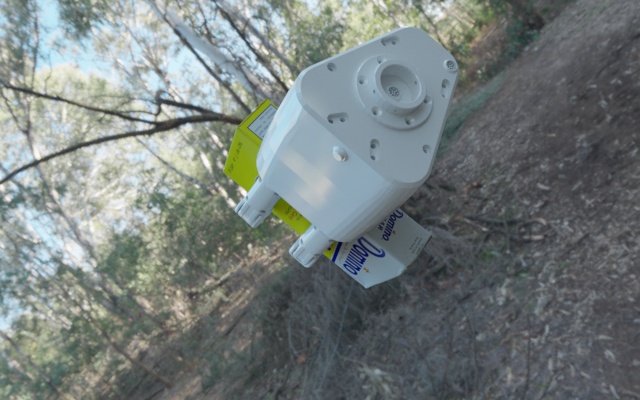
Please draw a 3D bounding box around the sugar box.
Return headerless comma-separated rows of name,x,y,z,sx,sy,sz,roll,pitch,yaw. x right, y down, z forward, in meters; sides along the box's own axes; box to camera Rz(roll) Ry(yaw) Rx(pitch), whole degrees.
sugar box,0.000,0.002,0.416,0.176,0.048,0.093,41,-26,0
